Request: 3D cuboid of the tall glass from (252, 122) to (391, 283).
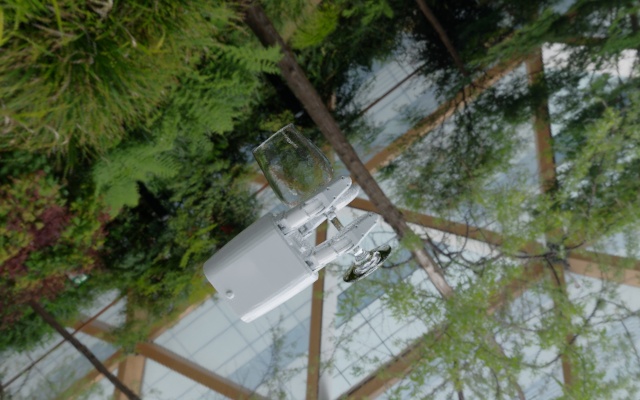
[{"bbox_3d":[0.001,0.002,0.593,0.079,0.201,0.079,-36,8,6],"label":"tall glass"}]
